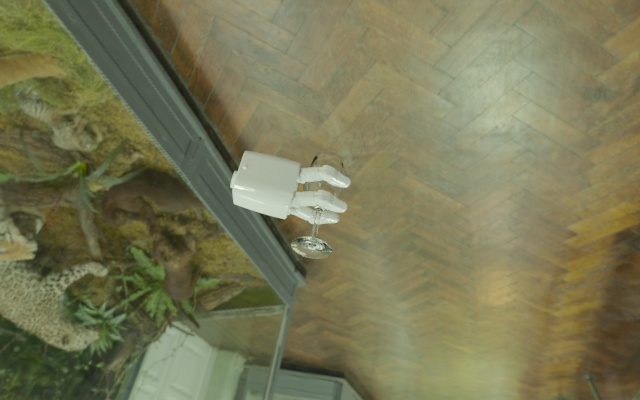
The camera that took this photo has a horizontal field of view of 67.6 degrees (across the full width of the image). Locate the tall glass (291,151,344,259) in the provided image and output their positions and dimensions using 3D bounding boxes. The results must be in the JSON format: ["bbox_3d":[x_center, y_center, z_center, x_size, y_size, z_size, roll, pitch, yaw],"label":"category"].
[{"bbox_3d":[0.000,0.004,0.892,0.079,0.201,0.079,8,-34,6],"label":"tall glass"}]
